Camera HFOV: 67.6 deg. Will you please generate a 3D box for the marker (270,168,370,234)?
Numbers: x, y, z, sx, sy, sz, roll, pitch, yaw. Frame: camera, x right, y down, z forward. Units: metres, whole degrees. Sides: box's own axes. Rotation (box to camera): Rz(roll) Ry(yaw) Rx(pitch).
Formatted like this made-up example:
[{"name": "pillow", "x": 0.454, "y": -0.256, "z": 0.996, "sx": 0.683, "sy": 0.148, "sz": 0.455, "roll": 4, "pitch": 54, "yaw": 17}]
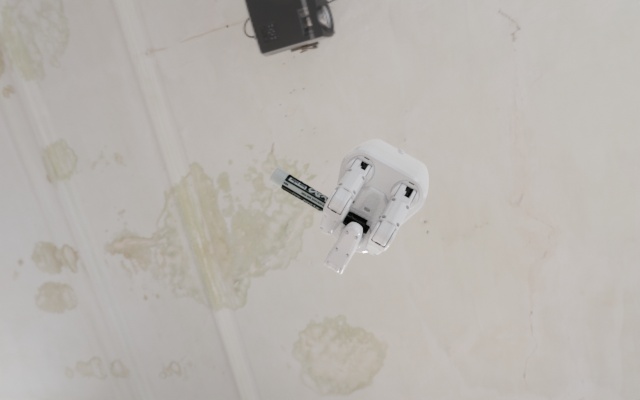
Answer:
[{"name": "marker", "x": 0.000, "y": 0.002, "z": 0.523, "sx": 0.121, "sy": 0.020, "sz": 0.020, "roll": 30, "pitch": 3, "yaw": 6}]
